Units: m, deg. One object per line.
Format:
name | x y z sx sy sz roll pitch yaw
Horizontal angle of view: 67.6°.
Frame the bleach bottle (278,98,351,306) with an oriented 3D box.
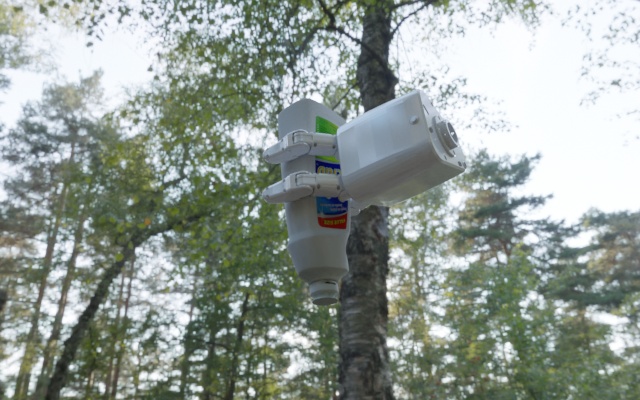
bleach bottle | 0.000 0.002 0.575 0.068 0.250 0.102 -25 -35 32
